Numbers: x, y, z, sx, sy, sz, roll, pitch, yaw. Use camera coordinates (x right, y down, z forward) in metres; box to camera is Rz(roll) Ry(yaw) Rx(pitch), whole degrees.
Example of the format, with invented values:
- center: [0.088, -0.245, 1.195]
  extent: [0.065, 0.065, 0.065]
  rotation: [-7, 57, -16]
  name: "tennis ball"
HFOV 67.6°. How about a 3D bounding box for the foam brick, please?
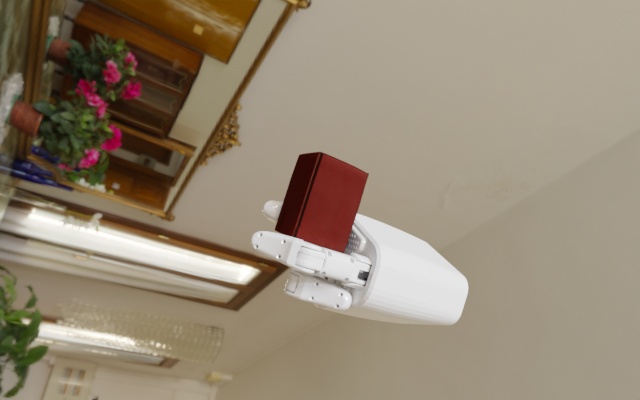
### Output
- center: [0.000, 0.001, 0.430]
  extent: [0.051, 0.078, 0.053]
  rotation: [19, -3, -23]
  name: "foam brick"
